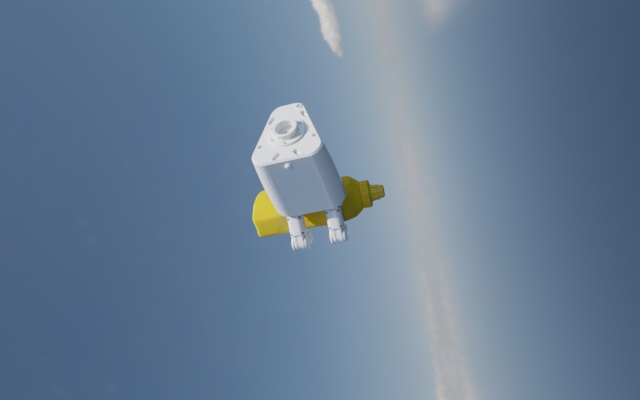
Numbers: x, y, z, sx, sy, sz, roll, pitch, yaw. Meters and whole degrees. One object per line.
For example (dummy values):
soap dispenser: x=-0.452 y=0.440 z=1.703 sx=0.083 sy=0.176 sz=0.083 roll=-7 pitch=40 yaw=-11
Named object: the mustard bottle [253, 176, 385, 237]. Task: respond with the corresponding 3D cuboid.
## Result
mustard bottle: x=0.000 y=0.003 z=0.713 sx=0.191 sy=0.058 sz=0.096 roll=-11 pitch=25 yaw=11
